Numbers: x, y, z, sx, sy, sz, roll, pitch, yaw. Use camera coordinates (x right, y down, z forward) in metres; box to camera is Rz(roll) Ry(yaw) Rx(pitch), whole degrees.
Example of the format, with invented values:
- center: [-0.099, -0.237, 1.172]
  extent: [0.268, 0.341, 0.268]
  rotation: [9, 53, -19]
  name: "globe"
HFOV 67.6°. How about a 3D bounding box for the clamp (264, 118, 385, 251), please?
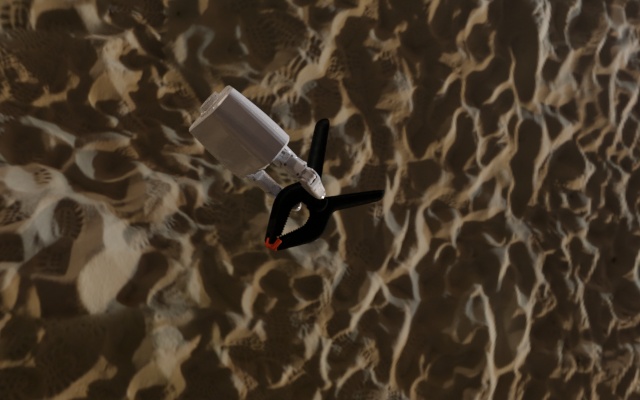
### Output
- center: [0.000, 0.003, 0.735]
  extent: [0.164, 0.210, 0.036]
  rotation: [42, -15, -21]
  name: "clamp"
